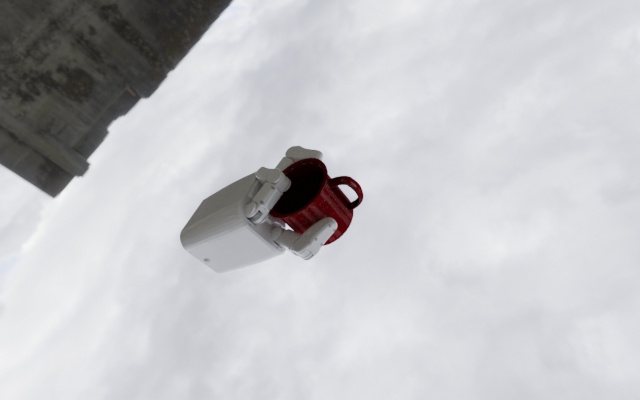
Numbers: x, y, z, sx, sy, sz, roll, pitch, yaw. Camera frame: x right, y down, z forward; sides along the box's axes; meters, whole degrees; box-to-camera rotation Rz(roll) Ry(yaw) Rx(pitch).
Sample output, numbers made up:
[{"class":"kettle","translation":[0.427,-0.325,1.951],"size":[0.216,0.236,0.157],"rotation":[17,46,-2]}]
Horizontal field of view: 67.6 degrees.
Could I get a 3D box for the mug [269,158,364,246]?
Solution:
[{"class":"mug","translation":[0.001,0.002,0.612],"size":[0.117,0.093,0.081],"rotation":[-22,-47,24]}]
